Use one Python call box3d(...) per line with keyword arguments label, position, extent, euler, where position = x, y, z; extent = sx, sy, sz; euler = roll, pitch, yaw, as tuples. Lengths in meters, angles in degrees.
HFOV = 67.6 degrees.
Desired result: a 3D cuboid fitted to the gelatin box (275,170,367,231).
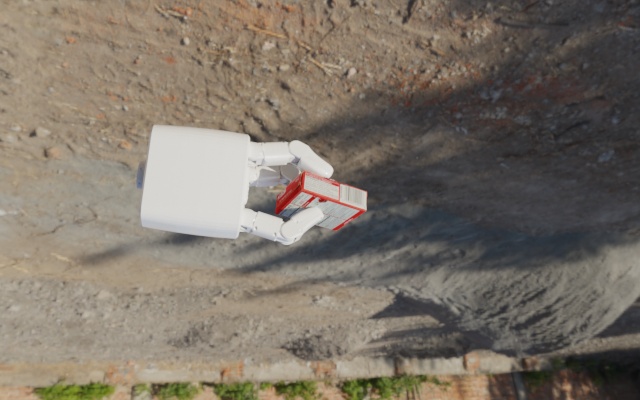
box3d(label="gelatin box", position=(0.000, 0.002, 0.576), extent=(0.089, 0.030, 0.073), euler=(18, -30, -22))
